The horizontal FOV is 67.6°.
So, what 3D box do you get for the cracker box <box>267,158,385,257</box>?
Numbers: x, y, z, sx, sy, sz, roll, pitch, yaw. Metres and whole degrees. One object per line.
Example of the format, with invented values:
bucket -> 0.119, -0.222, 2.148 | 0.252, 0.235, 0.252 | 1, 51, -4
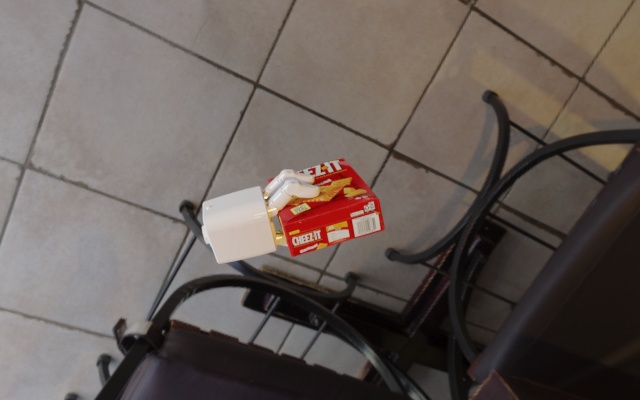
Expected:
cracker box -> 0.000, 0.003, 0.858 | 0.164, 0.072, 0.213 | -16, 26, -7
